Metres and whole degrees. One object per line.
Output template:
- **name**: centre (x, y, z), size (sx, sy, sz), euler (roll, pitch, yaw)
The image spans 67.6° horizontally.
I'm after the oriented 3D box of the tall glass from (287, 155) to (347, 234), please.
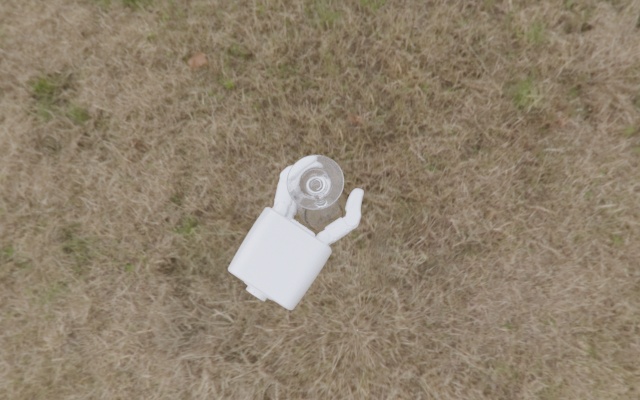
- **tall glass**: centre (0.000, 0.002, 0.708), size (0.079, 0.079, 0.201), euler (0, -15, 4)
